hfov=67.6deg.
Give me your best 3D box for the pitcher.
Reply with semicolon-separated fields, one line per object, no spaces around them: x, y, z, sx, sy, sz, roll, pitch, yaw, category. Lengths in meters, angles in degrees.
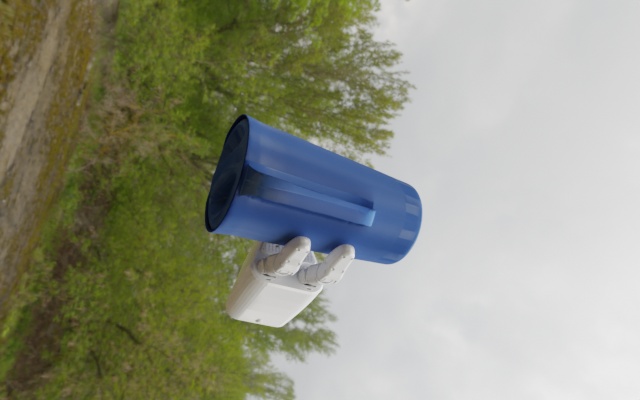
0.000;0.002;0.555;0.243;0.149;0.145;16;-45;-24;pitcher
